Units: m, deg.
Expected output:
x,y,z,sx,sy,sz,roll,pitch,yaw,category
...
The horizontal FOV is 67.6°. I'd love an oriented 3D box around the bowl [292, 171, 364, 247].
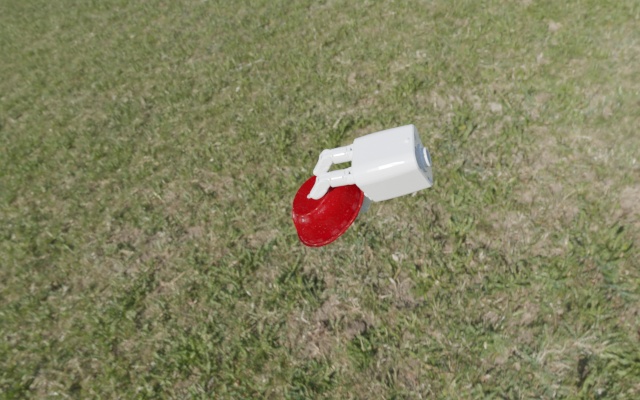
x,y,z,sx,sy,sz,roll,pitch,yaw,category
-0.001,0.003,0.874,0.055,0.162,0.162,39,-24,-34,bowl
